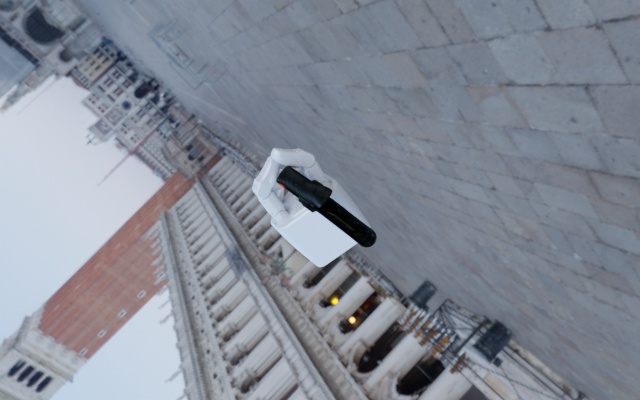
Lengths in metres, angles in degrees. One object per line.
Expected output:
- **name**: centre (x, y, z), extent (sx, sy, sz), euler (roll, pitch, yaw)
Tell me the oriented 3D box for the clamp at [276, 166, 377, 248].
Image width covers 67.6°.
- **clamp**: centre (0.000, 0.002, 0.619), extent (0.120, 0.039, 0.171), euler (48, -6, -32)
